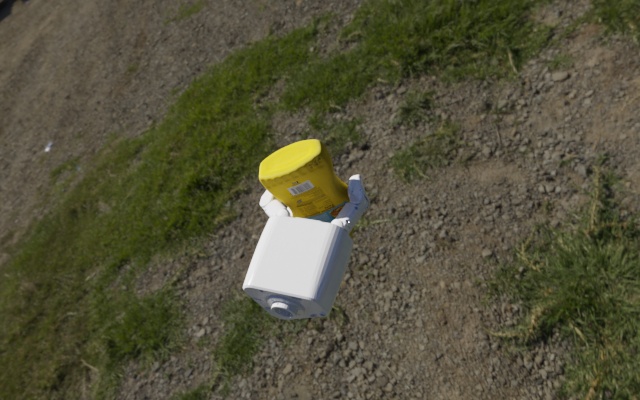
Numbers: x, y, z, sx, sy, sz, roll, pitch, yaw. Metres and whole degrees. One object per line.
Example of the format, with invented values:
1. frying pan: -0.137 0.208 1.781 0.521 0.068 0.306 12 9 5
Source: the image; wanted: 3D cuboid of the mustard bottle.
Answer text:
1. mustard bottle: 0.000 0.002 0.684 0.096 0.058 0.192 -22 -47 17
